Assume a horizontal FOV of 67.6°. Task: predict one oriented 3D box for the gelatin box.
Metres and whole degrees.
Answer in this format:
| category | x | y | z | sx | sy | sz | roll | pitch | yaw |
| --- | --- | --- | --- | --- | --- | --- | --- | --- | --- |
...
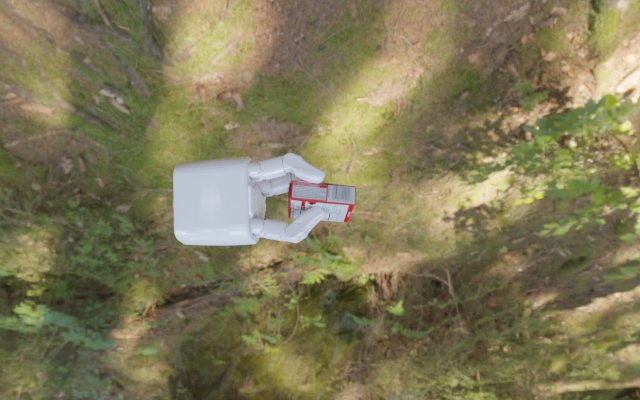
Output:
| category | x | y | z | sx | sy | sz | roll | pitch | yaw |
| --- | --- | --- | --- | --- | --- | --- | --- | --- | --- |
| gelatin box | 0.000 | 0.003 | 0.654 | 0.089 | 0.030 | 0.073 | 5 | -22 | -2 |
